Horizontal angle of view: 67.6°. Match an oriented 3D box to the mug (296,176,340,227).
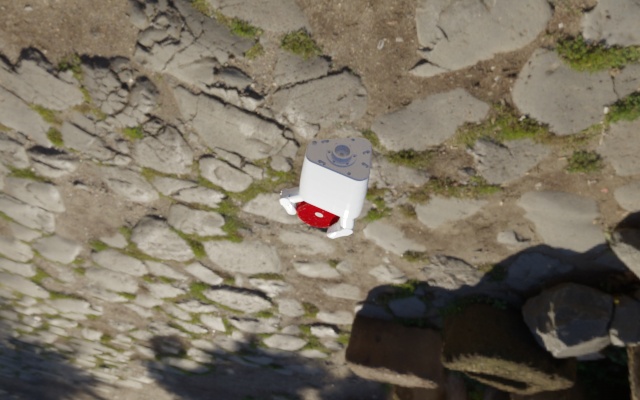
[{"bbox_3d":[0.000,0.004,0.898,0.093,0.081,0.117,10,-36,1],"label":"mug"}]
